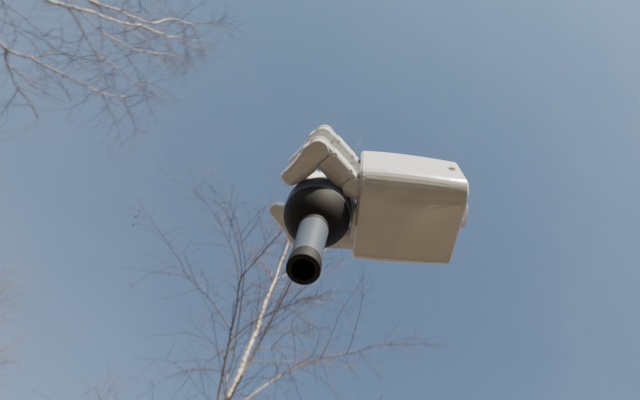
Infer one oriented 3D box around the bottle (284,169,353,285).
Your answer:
[{"bbox_3d":[0.000,0.002,0.504,0.069,0.069,0.295,0,21,6],"label":"bottle"}]
